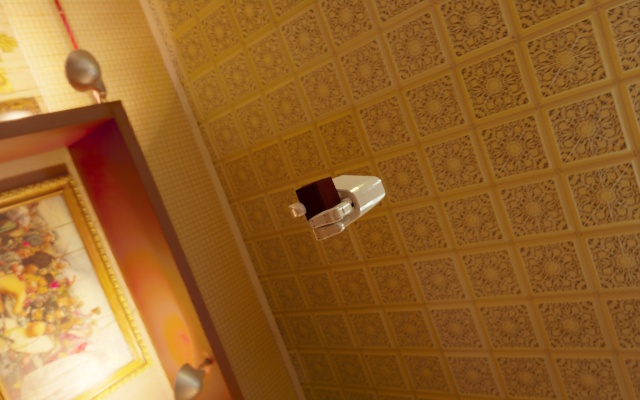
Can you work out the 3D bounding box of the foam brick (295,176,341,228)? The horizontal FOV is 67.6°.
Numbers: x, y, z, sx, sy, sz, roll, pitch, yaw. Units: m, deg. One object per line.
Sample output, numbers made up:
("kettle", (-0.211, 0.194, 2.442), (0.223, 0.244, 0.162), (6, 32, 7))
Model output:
("foam brick", (0.000, 0.003, 0.869), (0.053, 0.078, 0.051), (-16, 9, 41))
